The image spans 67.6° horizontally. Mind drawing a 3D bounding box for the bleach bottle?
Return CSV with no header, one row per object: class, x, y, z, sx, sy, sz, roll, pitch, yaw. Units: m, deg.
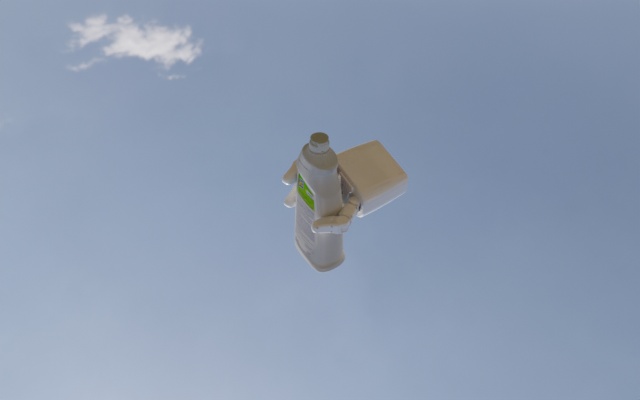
bleach bottle,0.000,0.003,0.793,0.068,0.251,0.102,-25,50,-26
